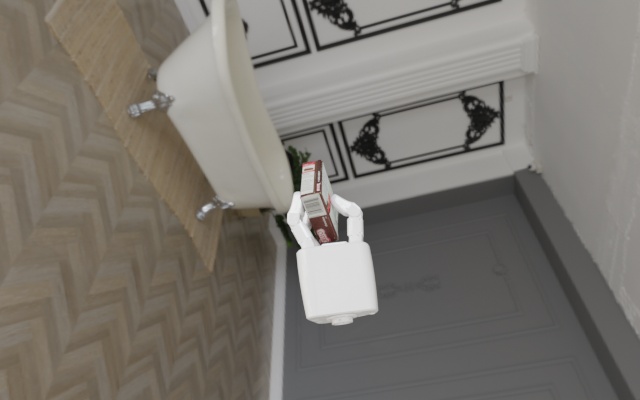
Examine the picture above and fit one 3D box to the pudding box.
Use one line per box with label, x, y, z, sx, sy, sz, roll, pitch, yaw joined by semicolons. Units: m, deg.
pudding box;0.000;0.003;0.803;0.039;0.114;0.090;-11;40;10
